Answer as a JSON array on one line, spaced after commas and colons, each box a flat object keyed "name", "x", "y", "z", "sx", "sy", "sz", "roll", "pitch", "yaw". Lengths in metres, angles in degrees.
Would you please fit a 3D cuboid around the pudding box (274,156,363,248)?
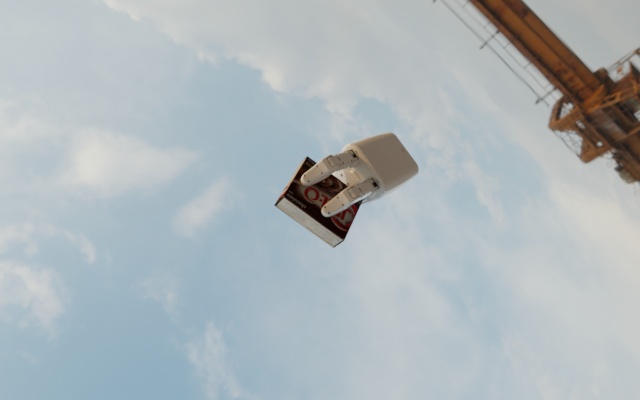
[{"name": "pudding box", "x": 0.000, "y": 0.002, "z": 0.712, "sx": 0.113, "sy": 0.090, "sz": 0.039, "roll": 35, "pitch": -40, "yaw": -8}]
